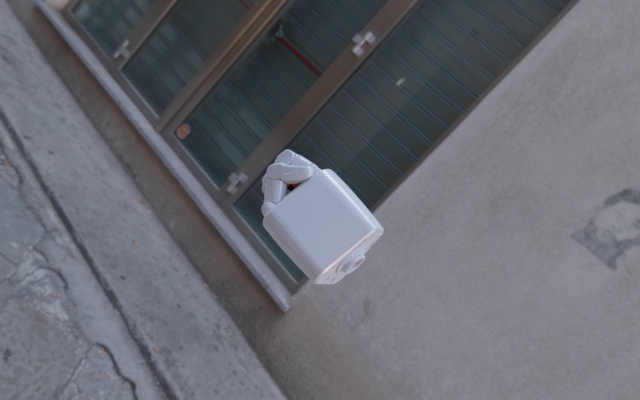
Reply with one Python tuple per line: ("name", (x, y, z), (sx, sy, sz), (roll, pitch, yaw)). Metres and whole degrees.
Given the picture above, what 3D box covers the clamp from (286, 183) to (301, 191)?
("clamp", (0.000, 0.002, 0.720), (0.039, 0.120, 0.171), (-45, -21, 10))
